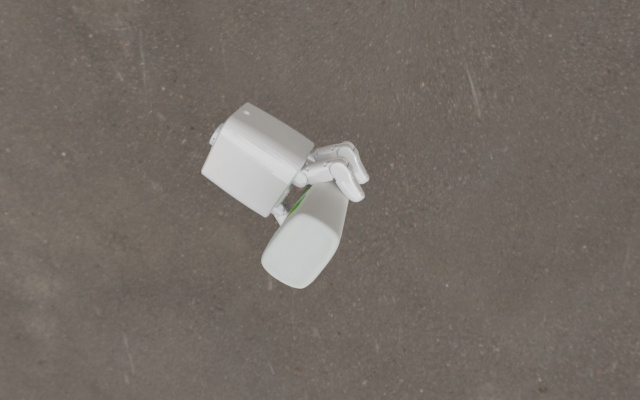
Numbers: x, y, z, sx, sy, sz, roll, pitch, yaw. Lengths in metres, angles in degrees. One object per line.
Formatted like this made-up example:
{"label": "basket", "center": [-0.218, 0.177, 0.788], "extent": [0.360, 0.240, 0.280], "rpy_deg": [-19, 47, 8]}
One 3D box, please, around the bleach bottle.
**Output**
{"label": "bleach bottle", "center": [0.000, 0.002, 0.639], "extent": [0.068, 0.103, 0.250], "rpy_deg": [34, 28, -6]}
